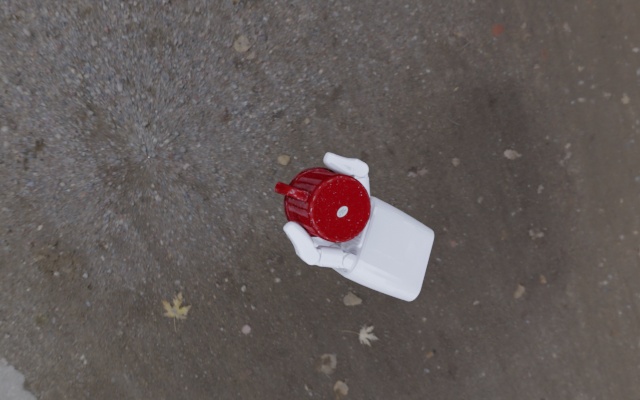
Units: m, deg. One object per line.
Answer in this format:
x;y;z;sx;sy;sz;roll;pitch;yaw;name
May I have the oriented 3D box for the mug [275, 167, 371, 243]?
-0.001;0.001;0.585;0.117;0.093;0.081;23;-3;-22;mug
